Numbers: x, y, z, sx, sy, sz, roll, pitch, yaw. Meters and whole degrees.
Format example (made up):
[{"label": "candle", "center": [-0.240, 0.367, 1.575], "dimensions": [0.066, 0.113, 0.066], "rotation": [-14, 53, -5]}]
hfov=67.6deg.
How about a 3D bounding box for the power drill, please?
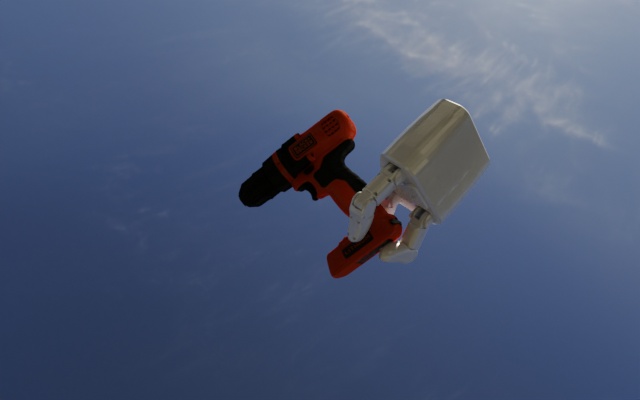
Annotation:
[{"label": "power drill", "center": [0.001, 0.002, 0.611], "dimensions": [0.184, 0.187, 0.057], "rotation": [-37, -17, 14]}]
